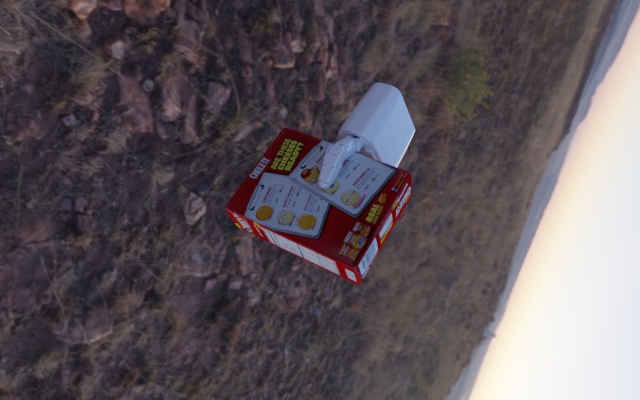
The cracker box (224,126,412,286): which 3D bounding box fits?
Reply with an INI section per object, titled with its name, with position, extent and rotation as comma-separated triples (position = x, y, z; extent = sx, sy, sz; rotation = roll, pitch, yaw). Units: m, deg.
[cracker box]
position = 0.000, 0.002, 0.684
extent = 0.213, 0.164, 0.072
rotation = 22, -25, 24
